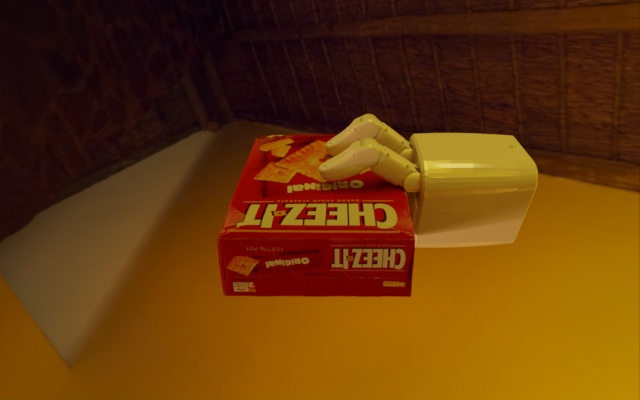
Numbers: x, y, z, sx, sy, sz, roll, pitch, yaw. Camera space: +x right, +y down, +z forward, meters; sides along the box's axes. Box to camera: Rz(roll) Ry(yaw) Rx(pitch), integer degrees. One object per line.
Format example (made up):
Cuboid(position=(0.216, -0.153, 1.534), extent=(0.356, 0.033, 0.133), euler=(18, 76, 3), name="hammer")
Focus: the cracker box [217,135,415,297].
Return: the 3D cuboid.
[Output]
Cuboid(position=(0.000, 0.002, 0.484), extent=(0.164, 0.072, 0.213), euler=(-1, 30, 3), name="cracker box")
